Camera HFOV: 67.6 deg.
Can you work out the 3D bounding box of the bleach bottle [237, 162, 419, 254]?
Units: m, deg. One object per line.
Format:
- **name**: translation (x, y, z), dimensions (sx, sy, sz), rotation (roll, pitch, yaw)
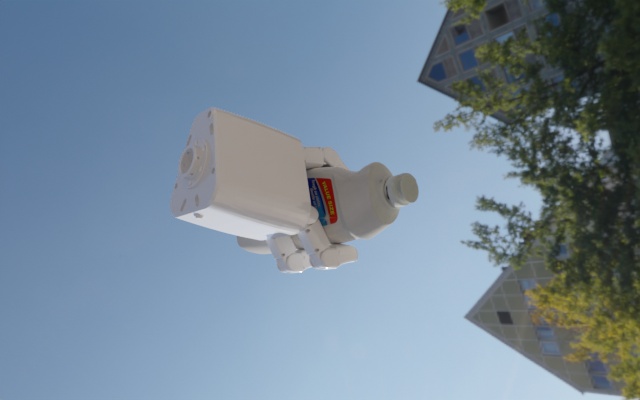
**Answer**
- **bleach bottle**: translation (0.000, 0.002, 0.541), dimensions (0.068, 0.102, 0.251), rotation (17, -22, -40)
